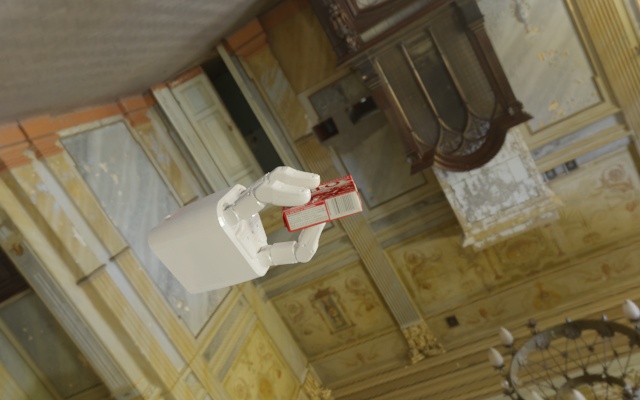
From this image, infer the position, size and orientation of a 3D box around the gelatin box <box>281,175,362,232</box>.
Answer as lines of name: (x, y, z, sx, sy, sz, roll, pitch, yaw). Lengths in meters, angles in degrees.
gelatin box: (0.001, 0.002, 0.561, 0.089, 0.030, 0.073, -16, 16, 3)
